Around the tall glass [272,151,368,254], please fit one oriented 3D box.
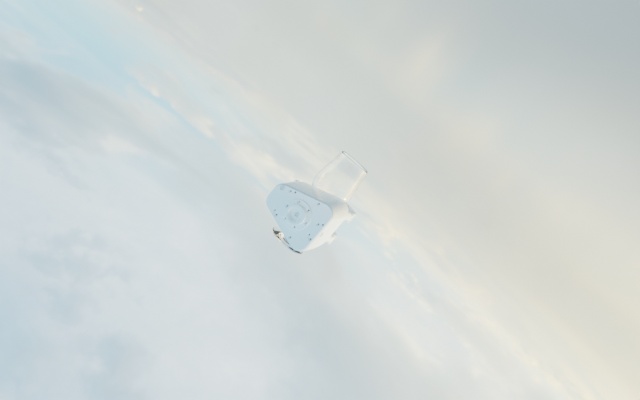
[{"bbox_3d":[0.000,0.003,0.895,0.079,0.201,0.079,39,11,-9],"label":"tall glass"}]
